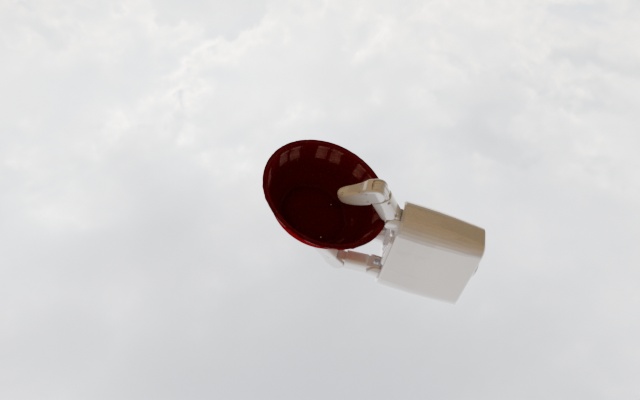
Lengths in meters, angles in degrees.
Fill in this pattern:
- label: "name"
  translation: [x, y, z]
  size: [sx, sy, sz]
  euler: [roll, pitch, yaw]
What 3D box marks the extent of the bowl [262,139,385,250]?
- label: "bowl"
  translation: [-0.001, 0.001, 0.595]
  size: [0.162, 0.162, 0.055]
  euler: [0, -33, -24]
